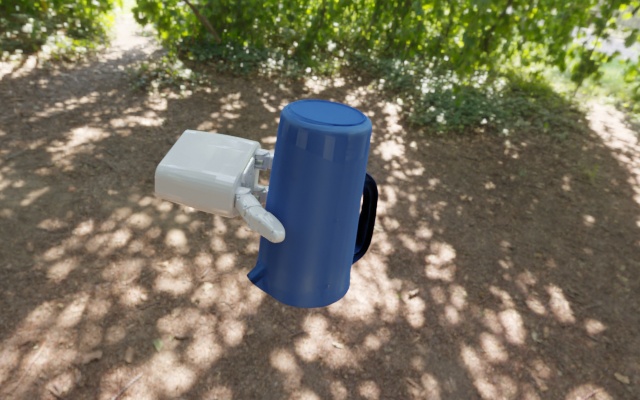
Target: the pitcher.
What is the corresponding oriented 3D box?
[{"bbox_3d":[0.000,0.002,0.610,0.145,0.243,0.149,14,28,8],"label":"pitcher"}]
